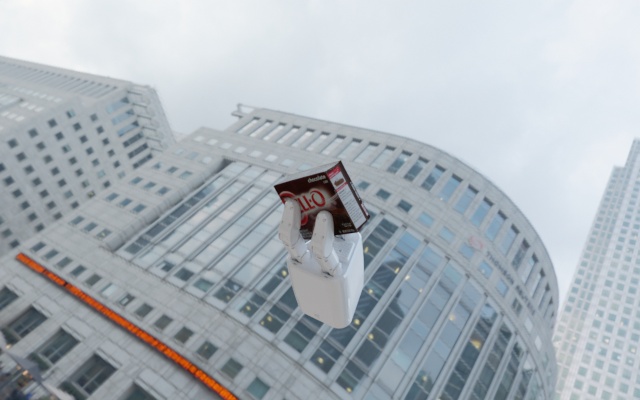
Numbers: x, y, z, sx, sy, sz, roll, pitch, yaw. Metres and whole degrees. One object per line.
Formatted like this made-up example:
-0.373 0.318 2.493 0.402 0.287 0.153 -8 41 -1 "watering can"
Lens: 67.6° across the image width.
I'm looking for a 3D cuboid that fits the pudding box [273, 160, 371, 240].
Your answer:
0.000 0.002 0.634 0.113 0.090 0.039 -14 21 46 "pudding box"
